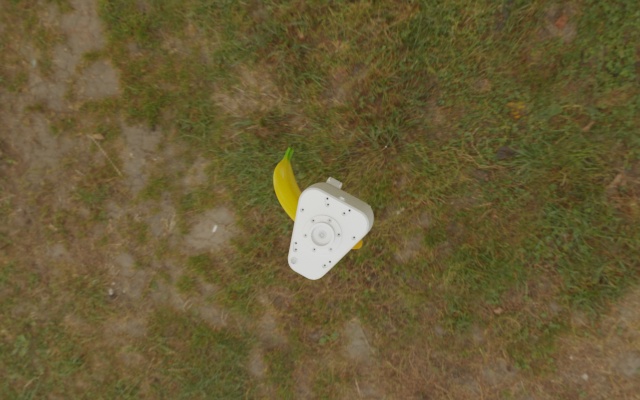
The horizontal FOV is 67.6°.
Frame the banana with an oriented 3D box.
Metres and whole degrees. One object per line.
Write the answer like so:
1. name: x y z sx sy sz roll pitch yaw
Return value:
1. banana: -0.017 0.011 0.756 0.069 0.198 0.037 -37 -3 6
